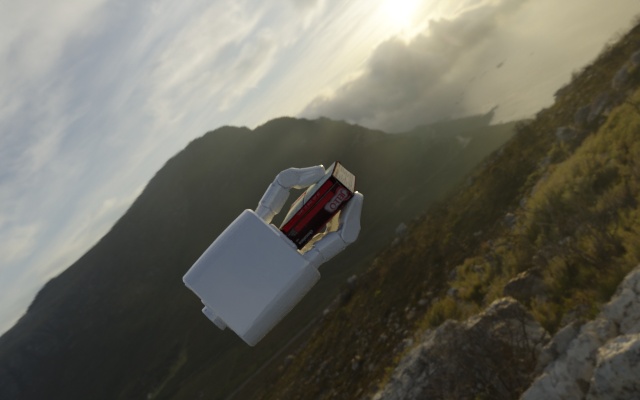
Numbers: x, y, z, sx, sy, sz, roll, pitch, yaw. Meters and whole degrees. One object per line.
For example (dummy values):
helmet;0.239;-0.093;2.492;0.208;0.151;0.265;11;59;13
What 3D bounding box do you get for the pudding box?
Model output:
pudding box;0.000;0.002;0.571;0.039;0.090;0.113;43;14;-7
